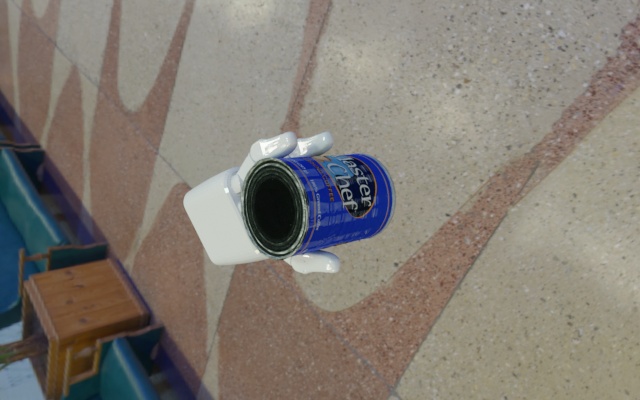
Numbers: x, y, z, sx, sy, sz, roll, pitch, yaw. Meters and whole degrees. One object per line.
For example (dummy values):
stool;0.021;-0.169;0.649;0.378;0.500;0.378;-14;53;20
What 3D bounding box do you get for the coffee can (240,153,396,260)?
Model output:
coffee can;0.000;0.002;0.520;0.103;0.103;0.140;0;6;44
